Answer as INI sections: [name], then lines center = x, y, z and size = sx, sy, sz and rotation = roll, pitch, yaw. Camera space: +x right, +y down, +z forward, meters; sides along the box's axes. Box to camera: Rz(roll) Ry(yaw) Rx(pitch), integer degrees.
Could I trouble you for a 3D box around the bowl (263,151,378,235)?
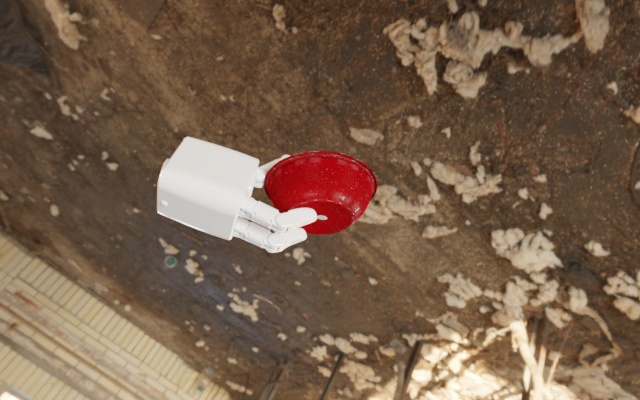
[bowl]
center = 0.001, 0.003, 0.663
size = 0.162, 0.055, 0.162
rotation = 0, -33, 0
